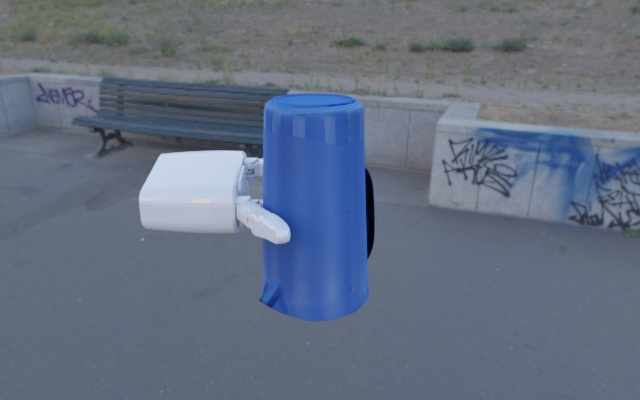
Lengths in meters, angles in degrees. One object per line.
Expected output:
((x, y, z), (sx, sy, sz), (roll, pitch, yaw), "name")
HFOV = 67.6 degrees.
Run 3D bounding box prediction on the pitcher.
((0.000, 0.002, 0.561), (0.145, 0.243, 0.149), (0, 20, 0), "pitcher")
